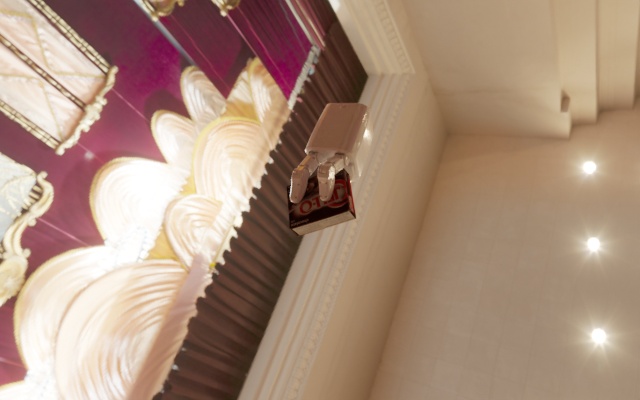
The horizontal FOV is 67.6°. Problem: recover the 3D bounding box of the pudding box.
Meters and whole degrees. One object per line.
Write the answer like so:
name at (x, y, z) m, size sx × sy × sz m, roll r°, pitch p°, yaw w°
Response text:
pudding box at (0.000, 0.003, 0.819) m, size 0.113 × 0.090 × 0.039 m, roll -20°, pitch -36°, yaw 19°
